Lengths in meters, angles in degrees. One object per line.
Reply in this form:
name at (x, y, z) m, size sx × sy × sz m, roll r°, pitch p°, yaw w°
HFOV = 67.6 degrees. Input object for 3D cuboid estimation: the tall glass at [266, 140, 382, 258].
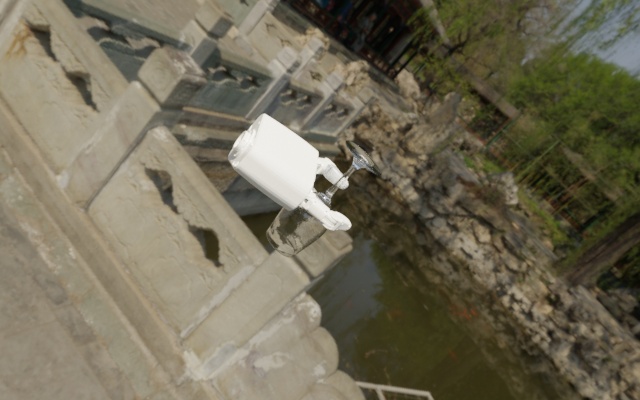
tall glass at (0.001, 0.002, 0.754) m, size 0.201 × 0.079 × 0.079 m, roll -46°, pitch -18°, yaw 18°
